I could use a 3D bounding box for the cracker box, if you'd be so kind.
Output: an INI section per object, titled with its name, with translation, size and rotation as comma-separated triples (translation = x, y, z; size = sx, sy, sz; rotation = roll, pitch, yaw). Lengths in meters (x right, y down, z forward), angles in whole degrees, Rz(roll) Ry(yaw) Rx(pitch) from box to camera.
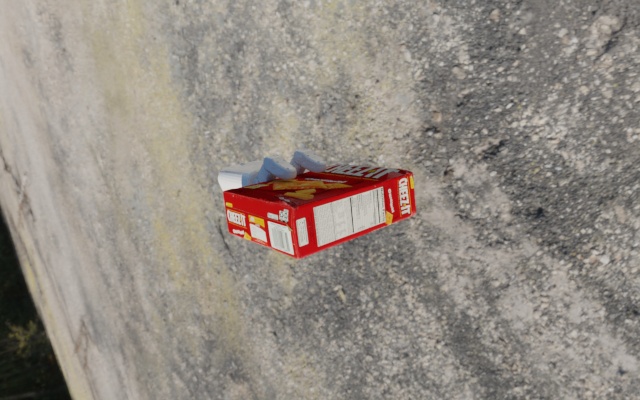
[cracker box]
translation = 0.000, 0.002, 0.661
size = 0.213, 0.072, 0.164
rotation = -17, 18, -37
